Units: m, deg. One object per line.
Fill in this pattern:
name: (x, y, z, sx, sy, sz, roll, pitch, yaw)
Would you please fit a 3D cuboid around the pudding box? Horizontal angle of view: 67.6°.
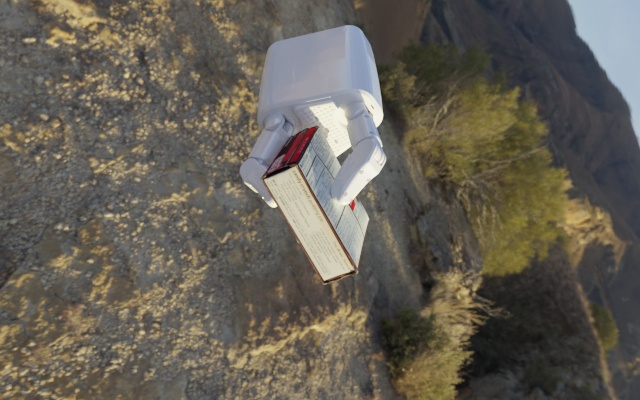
pudding box: (0.000, 0.001, 0.422, 0.039, 0.113, 0.090, -22, 21, 23)
